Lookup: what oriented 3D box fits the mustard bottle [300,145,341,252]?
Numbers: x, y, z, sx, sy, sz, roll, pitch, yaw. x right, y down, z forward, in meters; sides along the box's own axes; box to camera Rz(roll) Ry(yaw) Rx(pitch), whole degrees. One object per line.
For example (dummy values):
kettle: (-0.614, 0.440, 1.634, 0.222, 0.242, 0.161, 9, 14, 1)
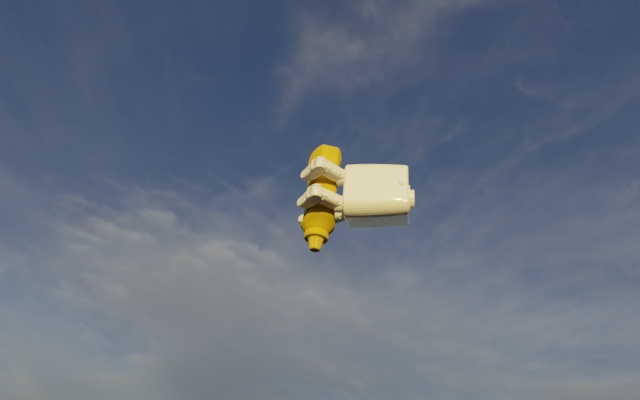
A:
mustard bottle: (0.000, 0.002, 0.839, 0.058, 0.191, 0.096, 13, -34, -10)
